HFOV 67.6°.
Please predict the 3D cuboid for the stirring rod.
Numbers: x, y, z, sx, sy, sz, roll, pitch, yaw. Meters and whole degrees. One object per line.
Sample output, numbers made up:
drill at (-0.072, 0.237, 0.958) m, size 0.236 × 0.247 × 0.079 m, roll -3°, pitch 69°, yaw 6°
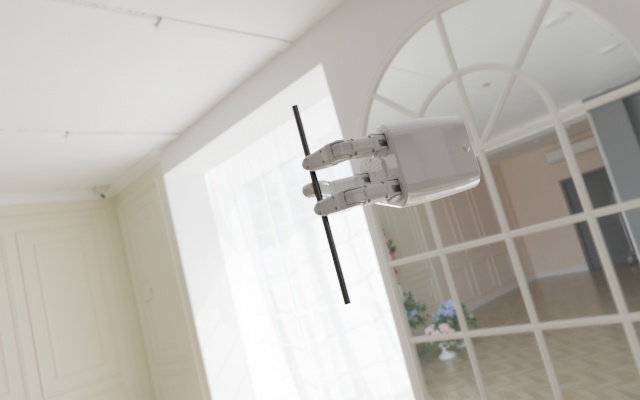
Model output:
stirring rod at (0.000, 0.002, 0.555) m, size 0.011 × 0.239 × 0.011 m, roll -15°, pitch -8°, yaw -2°
